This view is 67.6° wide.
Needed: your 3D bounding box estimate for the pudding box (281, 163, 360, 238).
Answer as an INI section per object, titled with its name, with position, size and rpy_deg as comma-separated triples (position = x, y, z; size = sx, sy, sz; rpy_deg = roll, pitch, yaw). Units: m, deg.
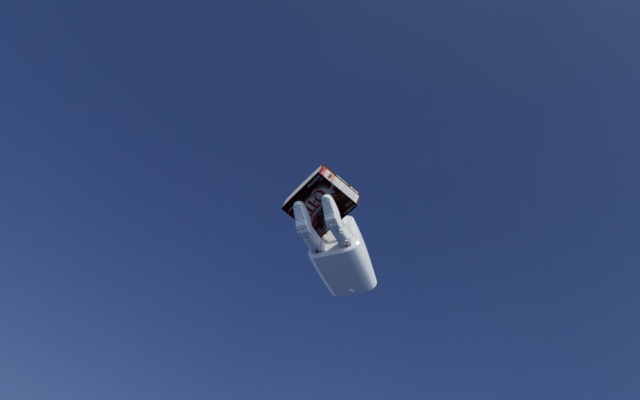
[pudding box]
position = 0.000, 0.003, 0.830
size = 0.113, 0.090, 0.039
rpy_deg = -44, 14, 32
